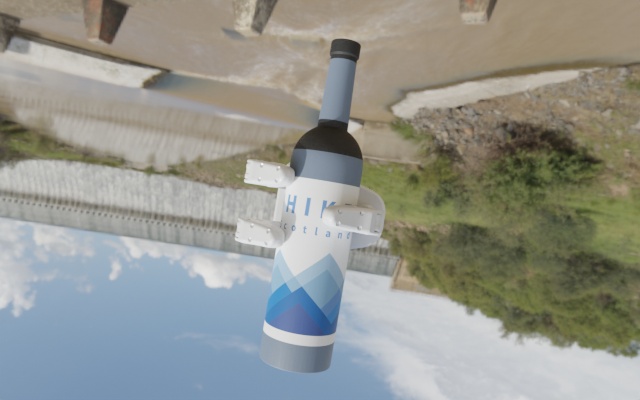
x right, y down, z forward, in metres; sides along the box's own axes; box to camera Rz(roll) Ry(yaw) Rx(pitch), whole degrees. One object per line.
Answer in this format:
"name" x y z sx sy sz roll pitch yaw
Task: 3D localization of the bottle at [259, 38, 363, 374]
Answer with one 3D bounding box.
"bottle" 0.000 0.002 0.438 0.069 0.295 0.069 9 1 0
